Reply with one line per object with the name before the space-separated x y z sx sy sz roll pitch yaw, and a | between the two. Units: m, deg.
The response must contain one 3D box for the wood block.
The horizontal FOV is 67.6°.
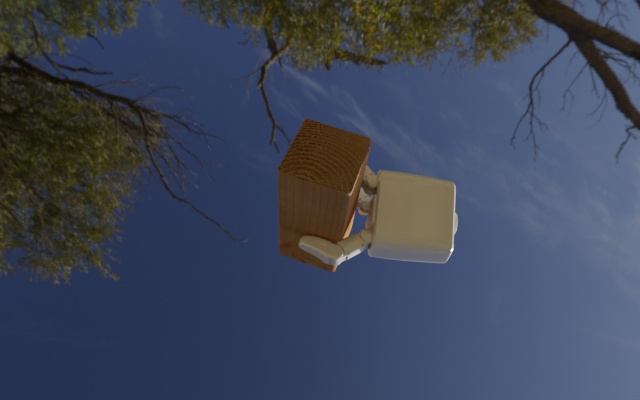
wood block | 0.000 0.003 0.642 0.090 0.090 0.206 19 -33 8
